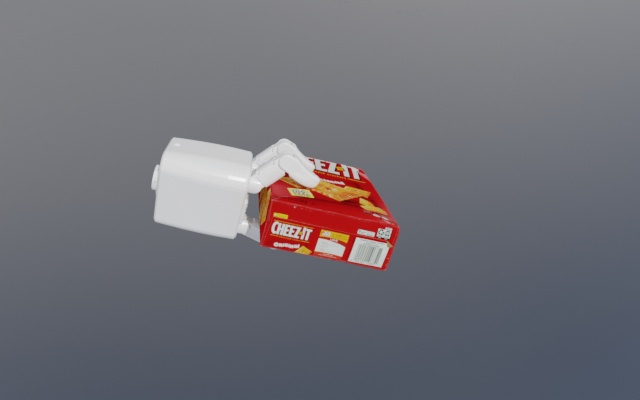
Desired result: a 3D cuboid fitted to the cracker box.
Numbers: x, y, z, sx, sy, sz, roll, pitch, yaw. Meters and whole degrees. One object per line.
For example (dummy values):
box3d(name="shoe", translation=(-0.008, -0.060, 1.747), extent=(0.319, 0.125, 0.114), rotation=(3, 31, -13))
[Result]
box3d(name="cracker box", translation=(0.000, 0.002, 0.660), extent=(0.164, 0.072, 0.213), rotation=(13, 21, -13))
